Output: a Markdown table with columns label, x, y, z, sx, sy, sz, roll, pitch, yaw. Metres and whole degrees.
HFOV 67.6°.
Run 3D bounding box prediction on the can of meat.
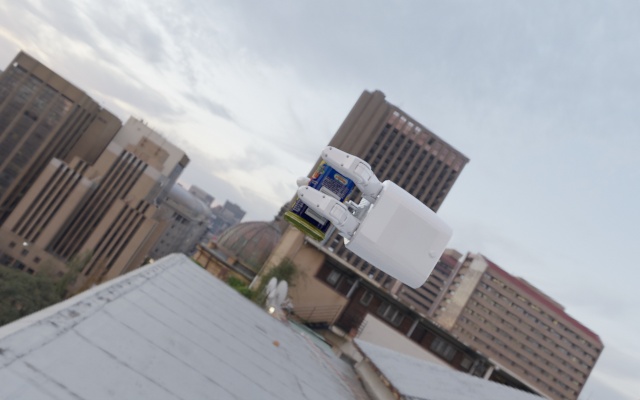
| label | x | y | z | sx | sy | sz | roll | pitch | yaw |
| --- | --- | --- | --- | --- | --- | --- | --- | --- | --- |
| can of meat | 0.000 | 0.002 | 0.612 | 0.057 | 0.084 | 0.102 | 34 | -8 | 0 |
